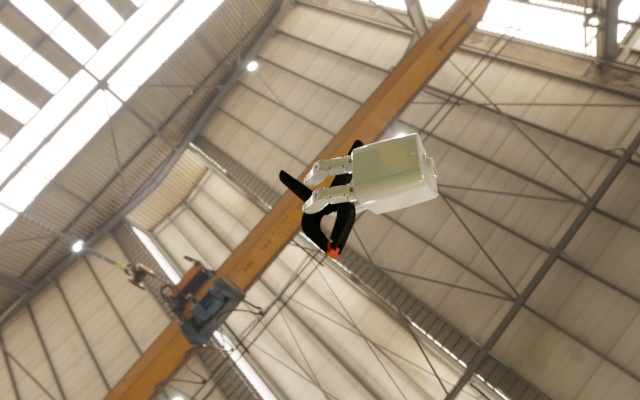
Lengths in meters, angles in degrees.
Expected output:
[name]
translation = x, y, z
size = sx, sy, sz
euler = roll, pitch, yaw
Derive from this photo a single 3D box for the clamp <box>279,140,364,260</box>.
[clamp]
translation = 0.001, 0.003, 0.796
size = 0.164, 0.209, 0.036
euler = -15, -36, 22
